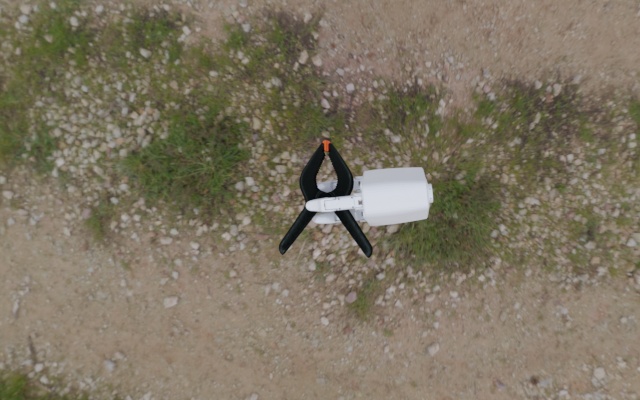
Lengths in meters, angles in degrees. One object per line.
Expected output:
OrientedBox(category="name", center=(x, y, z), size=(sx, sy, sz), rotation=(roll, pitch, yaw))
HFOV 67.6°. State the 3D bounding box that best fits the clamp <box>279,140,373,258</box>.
OrientedBox(category="clamp", center=(0.000, 0.002, 0.834), size=(0.164, 0.210, 0.036), rotation=(-6, 2, 6))
